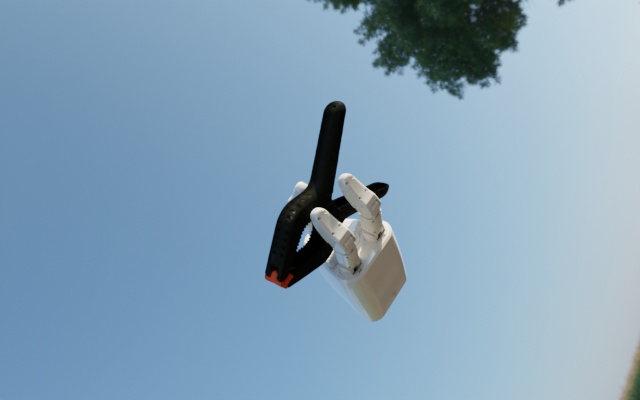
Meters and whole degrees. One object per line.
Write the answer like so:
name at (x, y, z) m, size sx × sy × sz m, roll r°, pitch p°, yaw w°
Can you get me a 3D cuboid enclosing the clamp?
clamp at (-0.001, 0.002, 0.552) m, size 0.036 × 0.210 × 0.165 m, roll 15°, pitch -33°, yaw 41°
